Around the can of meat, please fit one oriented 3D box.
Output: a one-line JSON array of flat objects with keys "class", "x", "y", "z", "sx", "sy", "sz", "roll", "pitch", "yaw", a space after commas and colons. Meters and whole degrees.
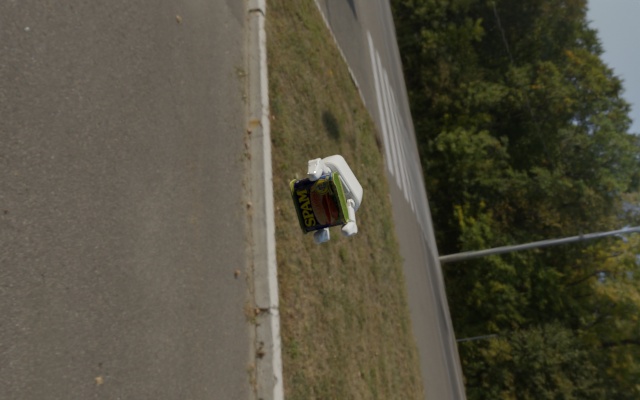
[{"class": "can of meat", "x": 0.000, "y": 0.003, "z": 0.871, "sx": 0.084, "sy": 0.102, "sz": 0.057, "roll": -13, "pitch": 9, "yaw": 14}]
